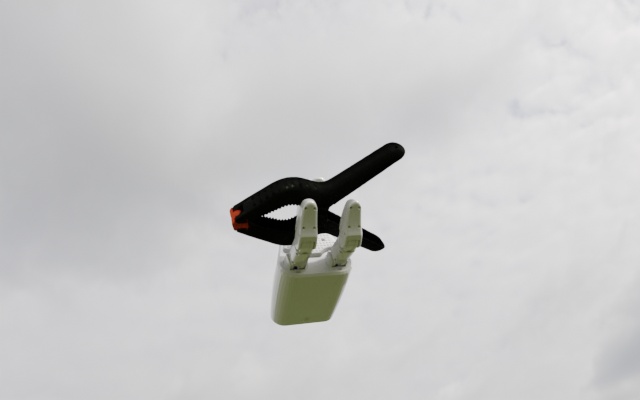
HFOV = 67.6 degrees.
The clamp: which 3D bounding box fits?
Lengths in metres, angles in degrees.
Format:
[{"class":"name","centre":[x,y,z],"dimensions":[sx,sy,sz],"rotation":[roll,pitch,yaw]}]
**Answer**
[{"class":"clamp","centre":[-0.001,0.002,0.570],"dimensions":[0.210,0.165,0.036],"rotation":[-1,37,-19]}]
